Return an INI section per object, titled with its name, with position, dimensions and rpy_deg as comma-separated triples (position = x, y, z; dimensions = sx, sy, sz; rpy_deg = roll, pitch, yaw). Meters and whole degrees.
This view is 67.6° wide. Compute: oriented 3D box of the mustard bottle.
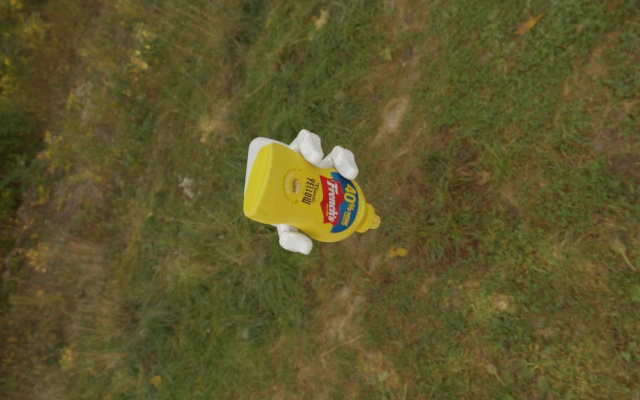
[mustard bottle]
position = 0.000, 0.002, 0.620
dimensions = 0.192, 0.096, 0.058
rpy_deg = 21, -19, -30
